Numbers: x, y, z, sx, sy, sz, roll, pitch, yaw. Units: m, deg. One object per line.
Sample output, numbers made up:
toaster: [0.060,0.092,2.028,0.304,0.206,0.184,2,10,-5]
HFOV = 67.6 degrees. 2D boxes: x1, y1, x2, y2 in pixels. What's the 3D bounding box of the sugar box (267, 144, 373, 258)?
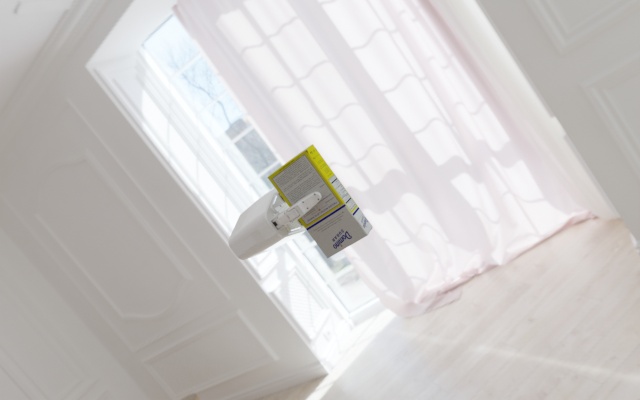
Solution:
sugar box: [0.000,0.002,0.814,0.093,0.176,0.048,-33,8,29]
